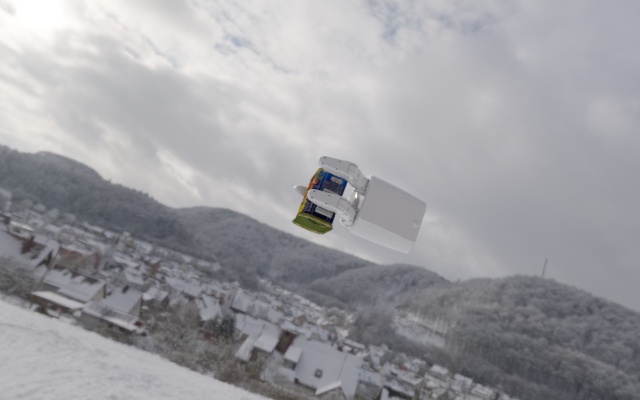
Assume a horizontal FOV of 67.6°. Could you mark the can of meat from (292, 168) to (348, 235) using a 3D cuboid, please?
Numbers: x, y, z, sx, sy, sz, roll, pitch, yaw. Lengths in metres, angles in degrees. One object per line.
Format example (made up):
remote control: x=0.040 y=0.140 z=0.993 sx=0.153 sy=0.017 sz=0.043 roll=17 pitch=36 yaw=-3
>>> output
can of meat: x=0.000 y=0.002 z=0.766 sx=0.057 sy=0.084 sz=0.102 roll=23 pitch=-13 yaw=-7
